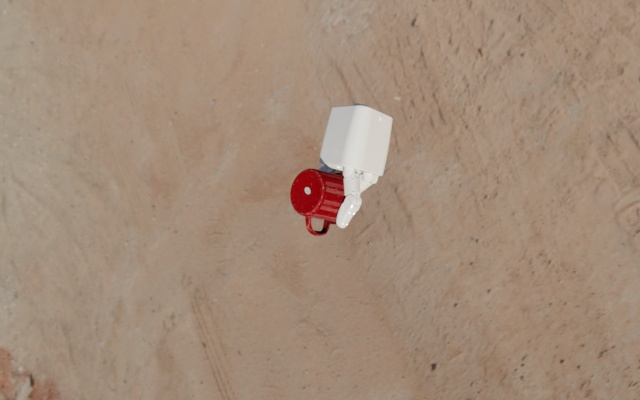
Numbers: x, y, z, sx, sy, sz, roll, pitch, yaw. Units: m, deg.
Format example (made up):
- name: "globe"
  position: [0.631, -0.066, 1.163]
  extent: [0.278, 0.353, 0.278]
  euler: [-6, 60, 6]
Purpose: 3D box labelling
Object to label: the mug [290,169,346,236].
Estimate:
- name: "mug"
  position: [0.000, 0.004, 0.823]
  extent: [0.093, 0.117, 0.081]
  euler: [10, -1, 43]
